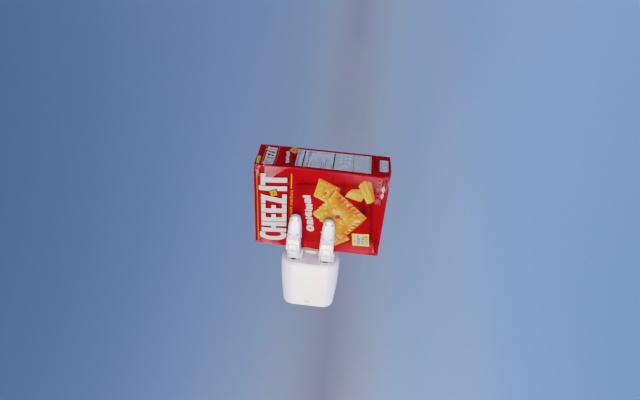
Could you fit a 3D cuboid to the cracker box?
[{"bbox_3d":[0.000,0.003,0.791,0.213,0.164,0.072,6,36,2],"label":"cracker box"}]
